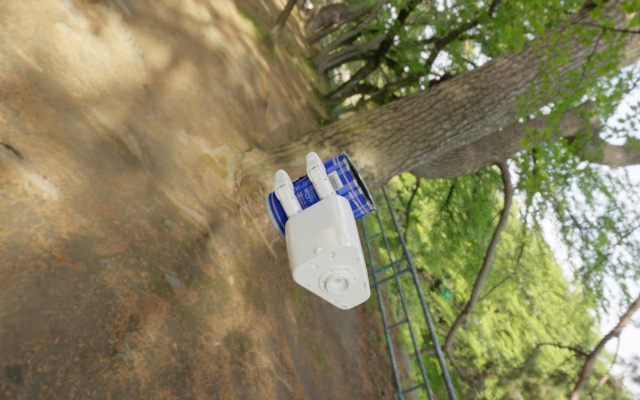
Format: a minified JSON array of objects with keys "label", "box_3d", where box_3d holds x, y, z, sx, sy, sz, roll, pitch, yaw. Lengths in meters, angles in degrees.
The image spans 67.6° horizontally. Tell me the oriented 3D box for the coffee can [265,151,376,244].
[{"label":"coffee can","box_3d":[0.000,0.002,0.737,0.140,0.103,0.103,-29,-6,11]}]
